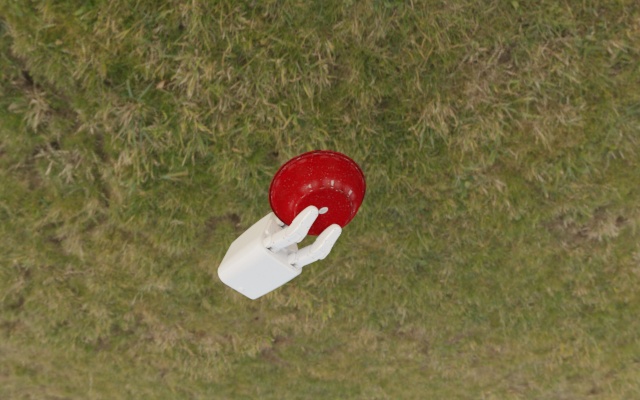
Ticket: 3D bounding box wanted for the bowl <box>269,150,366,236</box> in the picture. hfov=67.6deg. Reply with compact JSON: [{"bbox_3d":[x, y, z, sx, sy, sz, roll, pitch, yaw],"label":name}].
[{"bbox_3d":[0.001,0.002,0.758,0.162,0.162,0.055,0,35,-12],"label":"bowl"}]
